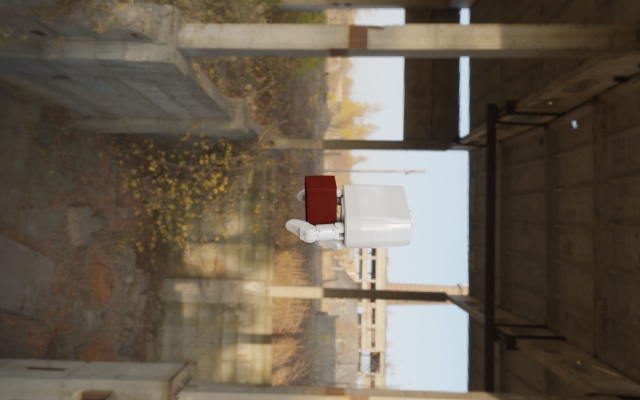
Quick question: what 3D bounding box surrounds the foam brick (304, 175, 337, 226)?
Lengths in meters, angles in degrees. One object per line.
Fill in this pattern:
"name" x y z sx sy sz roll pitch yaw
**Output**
"foam brick" 0.000 0.002 0.782 0.051 0.078 0.053 -1 26 -1
